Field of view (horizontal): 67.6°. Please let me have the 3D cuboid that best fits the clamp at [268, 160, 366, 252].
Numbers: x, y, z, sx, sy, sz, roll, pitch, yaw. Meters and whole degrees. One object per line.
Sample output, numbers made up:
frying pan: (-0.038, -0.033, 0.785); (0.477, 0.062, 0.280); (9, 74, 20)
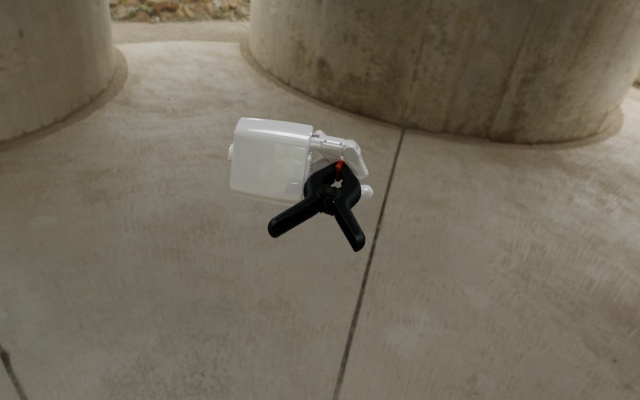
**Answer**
clamp: (0.000, 0.001, 0.631); (0.120, 0.039, 0.171); (8, 35, 0)
